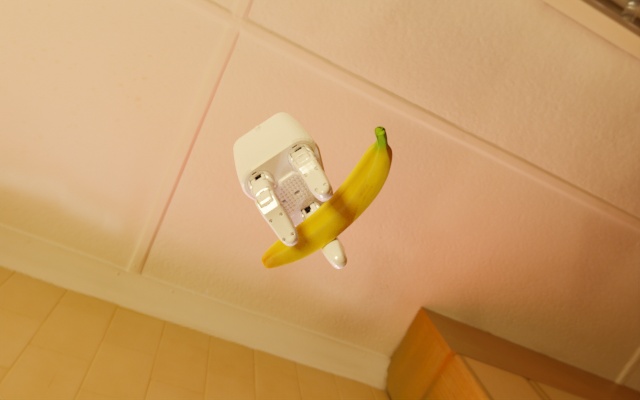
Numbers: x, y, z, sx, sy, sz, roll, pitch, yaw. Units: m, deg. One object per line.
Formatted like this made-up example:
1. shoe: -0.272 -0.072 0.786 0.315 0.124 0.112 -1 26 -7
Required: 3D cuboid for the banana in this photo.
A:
1. banana: 0.015 0.005 0.510 0.070 0.198 0.037 23 25 -41
